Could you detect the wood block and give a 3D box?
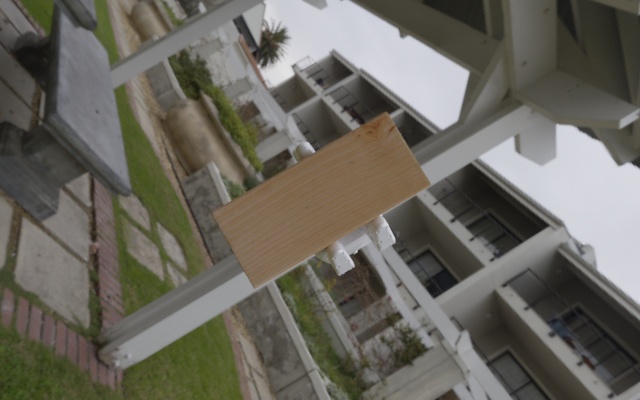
[{"bbox_3d":[0.000,0.001,0.521,0.206,0.091,0.090,-31,-4,-3],"label":"wood block"}]
